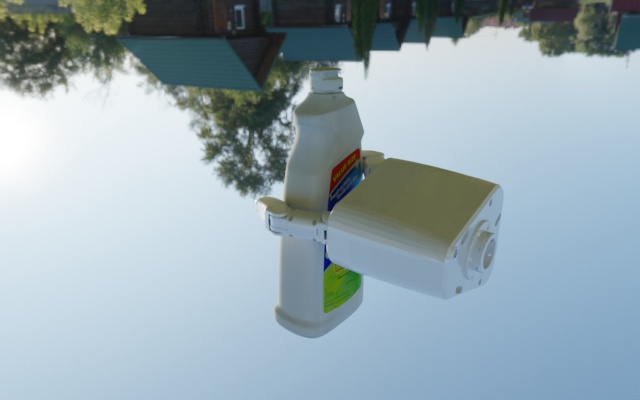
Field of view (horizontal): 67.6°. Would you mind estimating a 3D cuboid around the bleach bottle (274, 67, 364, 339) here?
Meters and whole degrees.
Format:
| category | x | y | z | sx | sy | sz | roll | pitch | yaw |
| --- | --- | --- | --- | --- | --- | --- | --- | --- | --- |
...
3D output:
| category | x | y | z | sx | sy | sz | roll | pitch | yaw |
| --- | --- | --- | --- | --- | --- | --- | --- | --- | --- |
| bleach bottle | 0.000 | 0.002 | 0.467 | 0.068 | 0.251 | 0.102 | 16 | 27 | 36 |
